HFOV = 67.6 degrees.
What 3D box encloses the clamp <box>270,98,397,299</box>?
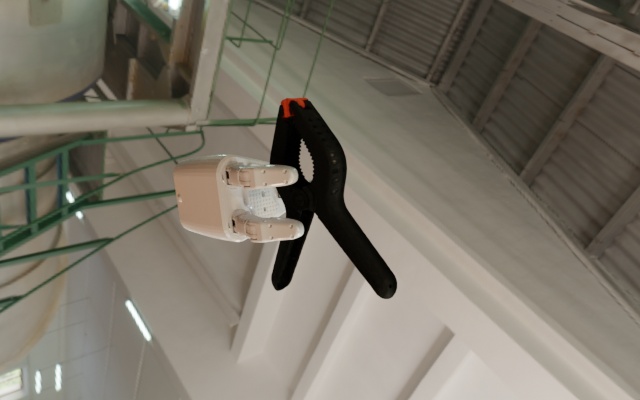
[{"bbox_3d":[0.000,0.001,0.479,0.164,0.210,0.036,3,12,41],"label":"clamp"}]
